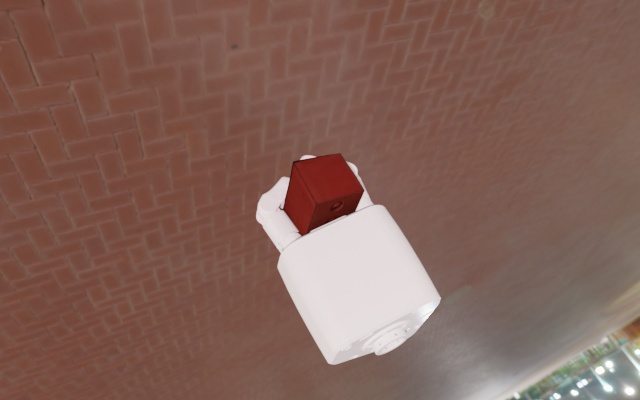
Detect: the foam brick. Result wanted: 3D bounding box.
[{"bbox_3d":[0.000,0.001,0.462,0.053,0.051,0.078,-14,-34,-25],"label":"foam brick"}]
